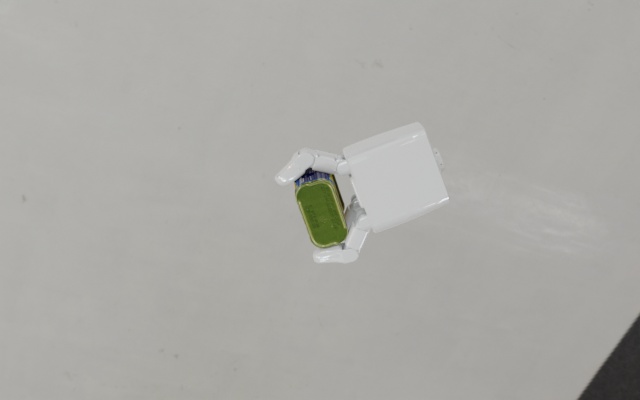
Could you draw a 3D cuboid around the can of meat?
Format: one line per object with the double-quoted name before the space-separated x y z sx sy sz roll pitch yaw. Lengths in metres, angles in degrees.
"can of meat" 0.000 0.002 0.644 0.057 0.102 0.084 -18 24 4
